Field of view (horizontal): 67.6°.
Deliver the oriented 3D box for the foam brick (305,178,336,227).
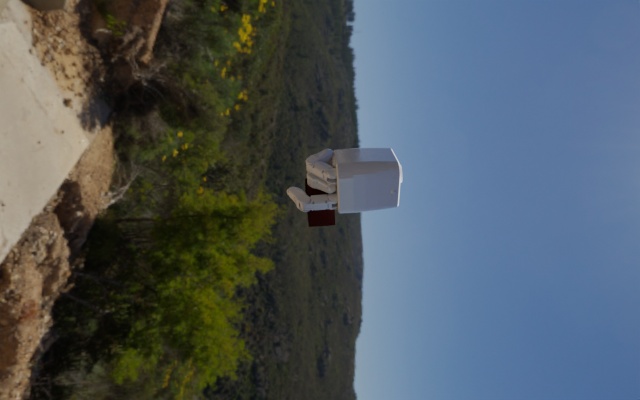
[{"bbox_3d":[0.000,0.003,0.875,0.051,0.078,0.053,-4,41,0],"label":"foam brick"}]
